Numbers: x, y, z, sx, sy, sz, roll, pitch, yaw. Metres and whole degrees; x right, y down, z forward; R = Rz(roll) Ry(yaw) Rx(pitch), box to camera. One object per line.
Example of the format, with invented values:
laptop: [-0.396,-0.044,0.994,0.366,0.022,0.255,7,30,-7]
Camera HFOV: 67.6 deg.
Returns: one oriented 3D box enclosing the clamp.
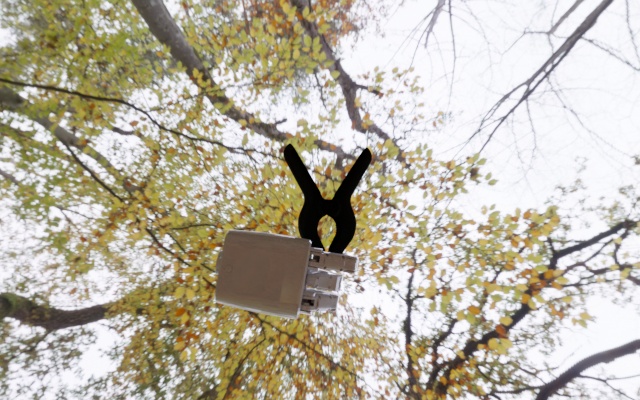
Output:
clamp: [0.000,0.002,0.642,0.120,0.171,0.039,10,-7,-4]
